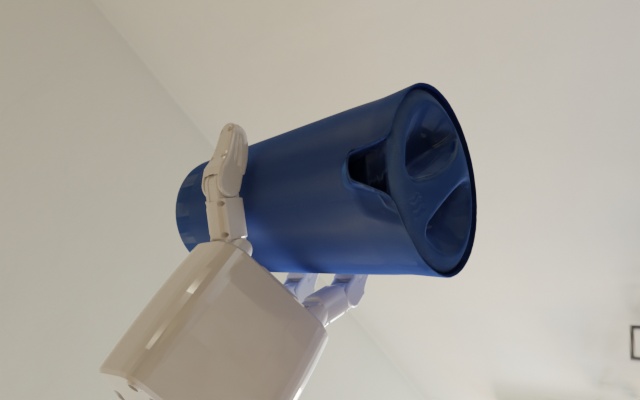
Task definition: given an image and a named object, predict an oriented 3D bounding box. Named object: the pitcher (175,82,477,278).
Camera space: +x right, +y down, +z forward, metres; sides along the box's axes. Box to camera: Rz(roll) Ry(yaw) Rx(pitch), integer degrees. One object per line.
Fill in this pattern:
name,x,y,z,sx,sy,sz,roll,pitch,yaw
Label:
pitcher,0.000,0.001,0.403,0.243,0.149,0.145,-9,36,38
